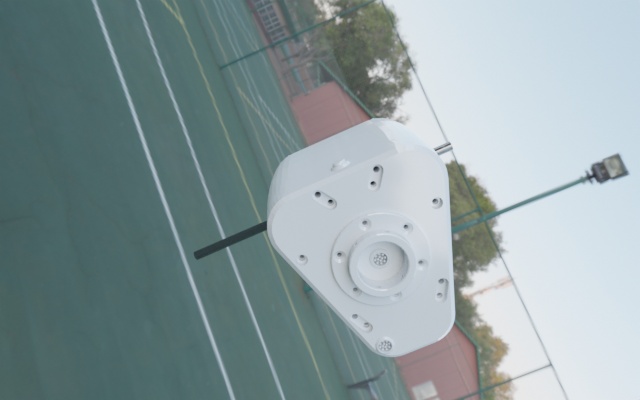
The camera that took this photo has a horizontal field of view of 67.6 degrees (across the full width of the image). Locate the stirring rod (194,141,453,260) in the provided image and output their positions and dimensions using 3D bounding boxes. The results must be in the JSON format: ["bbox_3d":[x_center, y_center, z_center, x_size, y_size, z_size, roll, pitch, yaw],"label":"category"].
[{"bbox_3d":[0.000,0.001,0.412,0.239,0.011,0.011,-23,-2,5],"label":"stirring rod"}]
